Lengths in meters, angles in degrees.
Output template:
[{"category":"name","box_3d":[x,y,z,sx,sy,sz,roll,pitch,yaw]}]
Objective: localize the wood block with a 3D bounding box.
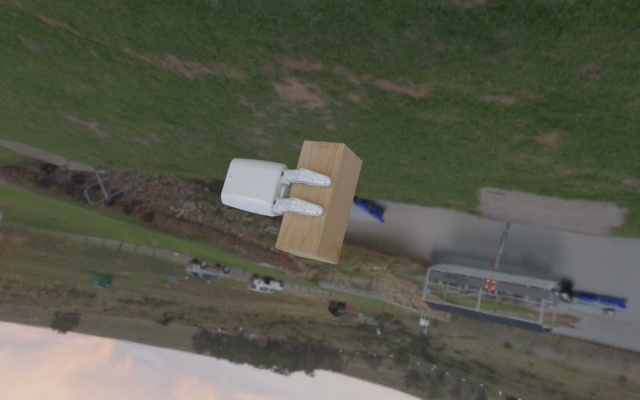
[{"category":"wood block","box_3d":[0.000,0.003,0.887,0.090,0.206,0.091,8,-13,30]}]
